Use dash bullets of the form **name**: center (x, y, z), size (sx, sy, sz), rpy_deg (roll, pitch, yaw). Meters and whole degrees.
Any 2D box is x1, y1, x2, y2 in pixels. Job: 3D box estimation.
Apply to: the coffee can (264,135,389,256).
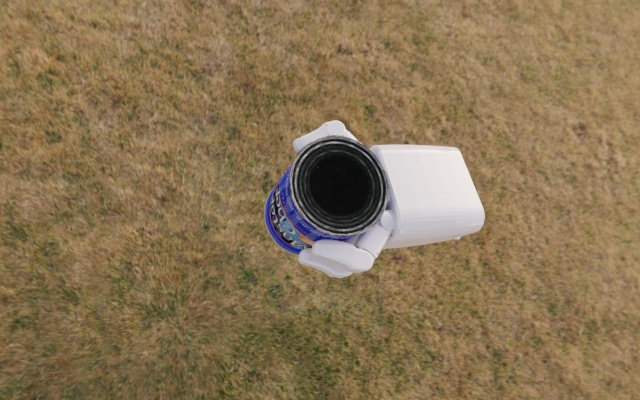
- **coffee can**: center (0.000, 0.002, 0.526), size (0.103, 0.102, 0.140), rpy_deg (0, -14, -17)
